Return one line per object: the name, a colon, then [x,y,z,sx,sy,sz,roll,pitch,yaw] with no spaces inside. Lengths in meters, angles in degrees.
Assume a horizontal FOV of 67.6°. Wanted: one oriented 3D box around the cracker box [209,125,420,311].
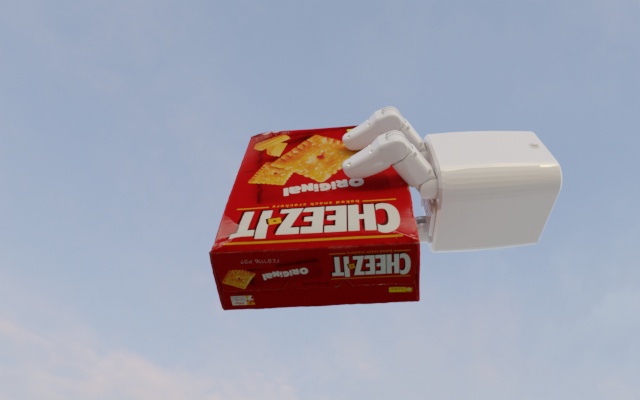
cracker box: [0.000,0.002,0.458,0.164,0.072,0.213,-4,32,5]
